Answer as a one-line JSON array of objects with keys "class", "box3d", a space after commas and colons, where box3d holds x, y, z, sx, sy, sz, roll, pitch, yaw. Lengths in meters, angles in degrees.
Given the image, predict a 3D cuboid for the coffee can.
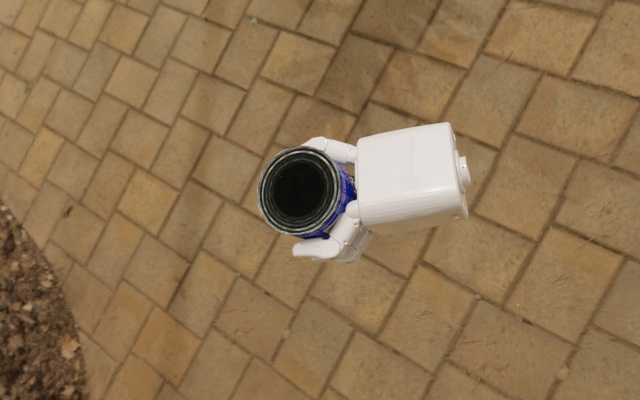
[{"class": "coffee can", "box3d": [0.000, 0.002, 0.588, 0.103, 0.102, 0.140, 0, -11, 22]}]
